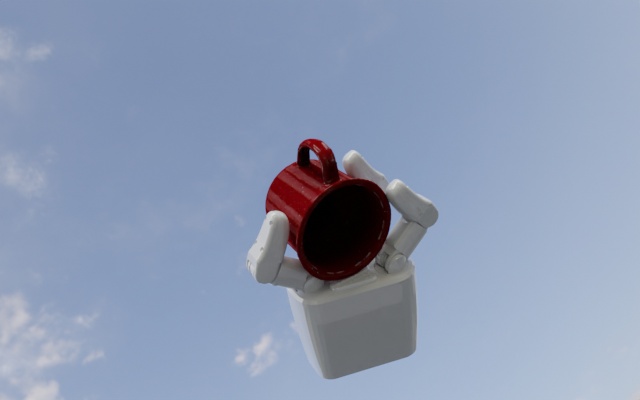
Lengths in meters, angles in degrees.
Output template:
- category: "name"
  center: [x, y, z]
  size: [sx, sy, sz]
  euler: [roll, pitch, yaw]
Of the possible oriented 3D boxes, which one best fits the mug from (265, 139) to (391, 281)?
- category: "mug"
  center: [0.000, 0.000, 0.421]
  size: [0.093, 0.117, 0.081]
  euler: [-23, 32, -22]
